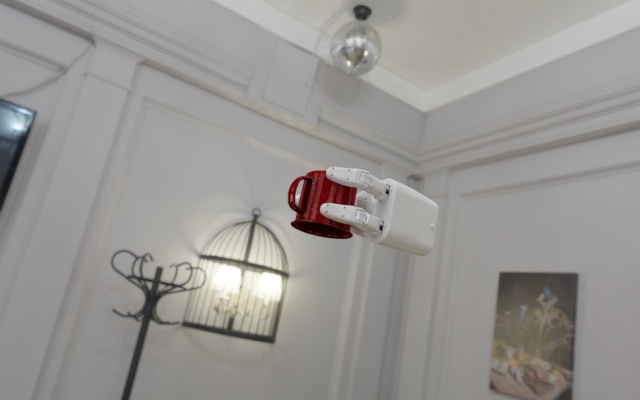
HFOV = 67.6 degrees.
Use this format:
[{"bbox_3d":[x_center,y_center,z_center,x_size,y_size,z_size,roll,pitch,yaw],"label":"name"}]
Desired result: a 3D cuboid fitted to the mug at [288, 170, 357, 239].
[{"bbox_3d":[-0.001,0.002,0.699,0.117,0.081,0.093,23,-19,-36],"label":"mug"}]
